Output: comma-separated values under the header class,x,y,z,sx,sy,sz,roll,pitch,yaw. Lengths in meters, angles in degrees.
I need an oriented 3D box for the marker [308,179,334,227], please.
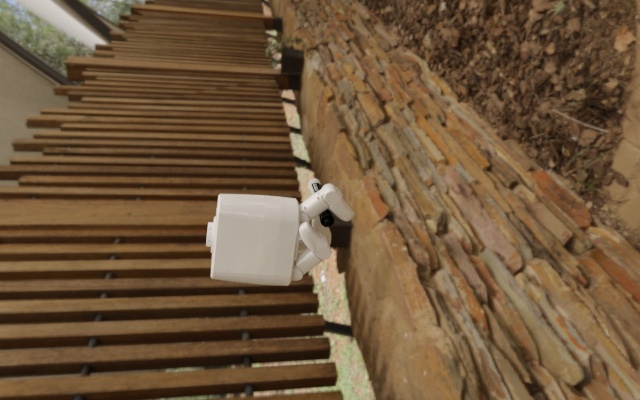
class,x,y,z,sx,sy,sz,roll,pitch,yaw
marker,0.000,0.002,0.676,0.020,0.020,0.121,0,28,-11
